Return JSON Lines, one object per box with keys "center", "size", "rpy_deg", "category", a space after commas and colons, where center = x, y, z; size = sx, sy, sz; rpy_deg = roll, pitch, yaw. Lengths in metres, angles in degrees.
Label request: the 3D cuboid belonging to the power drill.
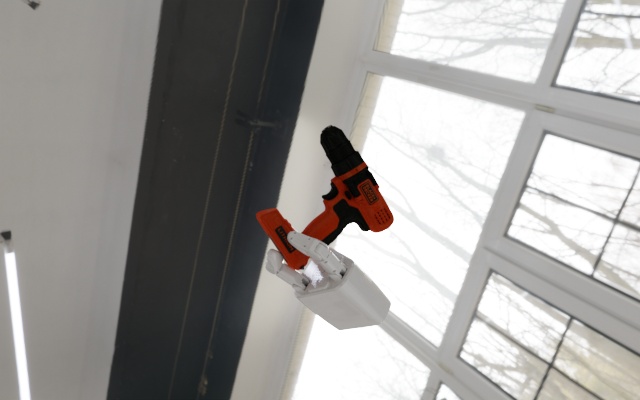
{"center": [0.000, 0.003, 0.726], "size": [0.187, 0.184, 0.057], "rpy_deg": [-33, 6, -10], "category": "power drill"}
